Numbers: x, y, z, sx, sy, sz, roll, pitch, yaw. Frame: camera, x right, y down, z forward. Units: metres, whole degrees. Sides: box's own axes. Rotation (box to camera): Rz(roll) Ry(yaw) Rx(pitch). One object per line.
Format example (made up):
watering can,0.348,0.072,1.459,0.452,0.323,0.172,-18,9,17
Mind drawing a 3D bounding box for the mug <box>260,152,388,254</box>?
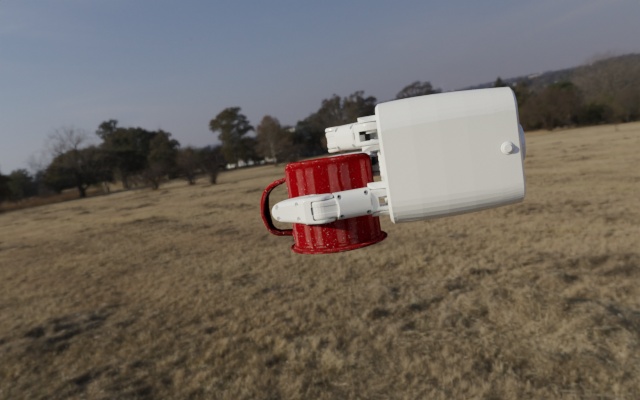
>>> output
mug,-0.001,0.001,0.453,0.117,0.081,0.093,-8,6,10
